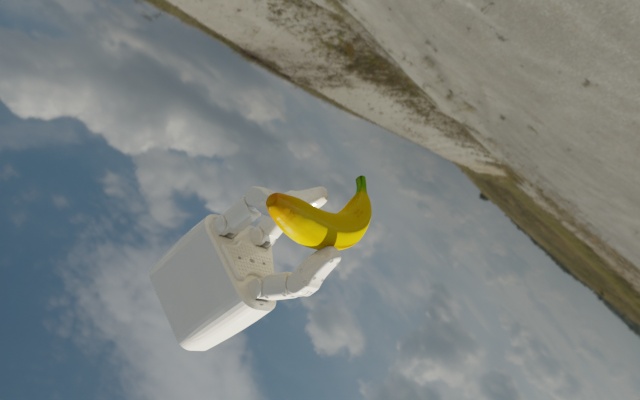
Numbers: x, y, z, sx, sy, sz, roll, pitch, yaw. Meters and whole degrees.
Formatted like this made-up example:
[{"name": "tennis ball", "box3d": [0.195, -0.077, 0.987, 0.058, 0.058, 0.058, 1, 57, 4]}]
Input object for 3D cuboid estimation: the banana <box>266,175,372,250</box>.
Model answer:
[{"name": "banana", "box3d": [0.010, 0.018, 0.478, 0.037, 0.069, 0.198, -28, -6, 26]}]
